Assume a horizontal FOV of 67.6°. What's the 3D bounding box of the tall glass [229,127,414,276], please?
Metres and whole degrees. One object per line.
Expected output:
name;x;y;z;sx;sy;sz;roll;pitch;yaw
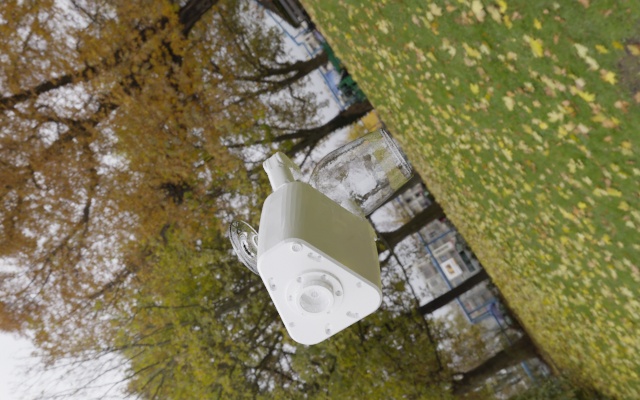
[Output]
tall glass;-0.001;0.002;0.523;0.201;0.079;0.079;-34;-9;14
